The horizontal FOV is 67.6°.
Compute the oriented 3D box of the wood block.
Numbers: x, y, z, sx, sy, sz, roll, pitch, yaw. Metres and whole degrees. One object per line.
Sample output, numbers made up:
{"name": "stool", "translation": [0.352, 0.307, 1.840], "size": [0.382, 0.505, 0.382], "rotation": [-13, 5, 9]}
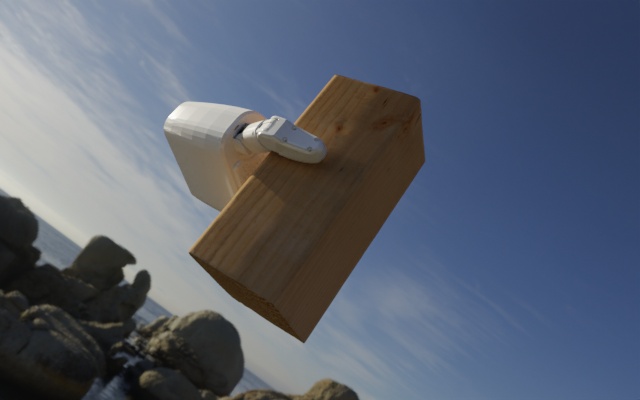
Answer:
{"name": "wood block", "translation": [0.000, 0.001, 0.412], "size": [0.090, 0.206, 0.091], "rotation": [24, -23, 29]}
